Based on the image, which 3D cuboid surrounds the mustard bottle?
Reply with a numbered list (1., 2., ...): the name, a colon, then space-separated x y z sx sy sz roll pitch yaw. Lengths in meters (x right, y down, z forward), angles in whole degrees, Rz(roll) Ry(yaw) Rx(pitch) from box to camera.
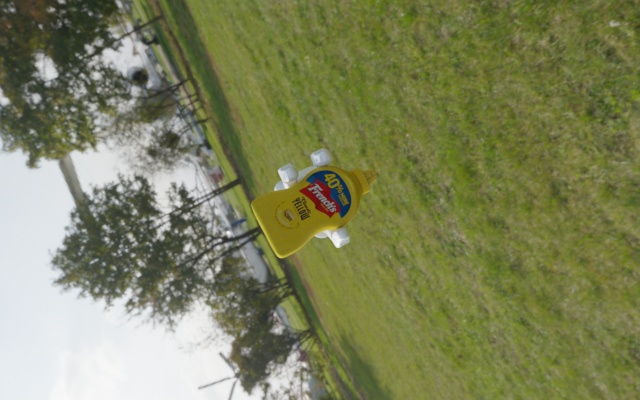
1. mustard bottle: 0.000 0.002 0.720 0.191 0.096 0.058 -28 -11 -9
